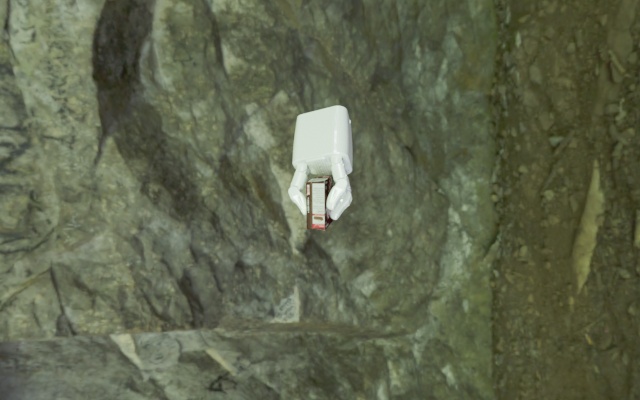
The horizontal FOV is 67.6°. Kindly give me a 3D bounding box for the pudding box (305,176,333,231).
[{"bbox_3d":[0.000,0.003,0.890,0.039,0.090,0.113,0,7,11],"label":"pudding box"}]
